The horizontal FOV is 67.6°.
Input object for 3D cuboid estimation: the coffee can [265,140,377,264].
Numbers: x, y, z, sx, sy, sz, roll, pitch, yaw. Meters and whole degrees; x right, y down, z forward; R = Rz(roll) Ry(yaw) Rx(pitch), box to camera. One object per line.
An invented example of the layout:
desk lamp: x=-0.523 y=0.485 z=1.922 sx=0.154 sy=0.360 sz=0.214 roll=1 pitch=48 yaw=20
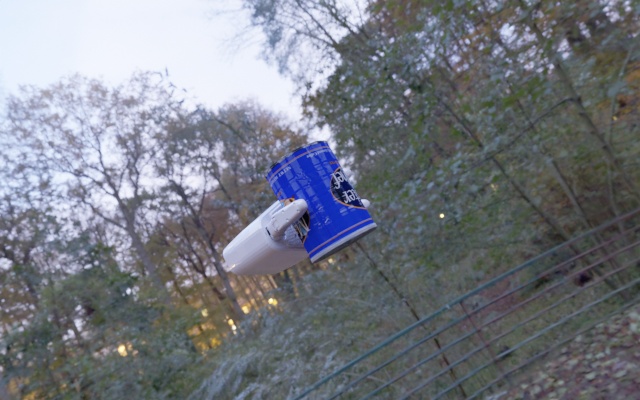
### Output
coffee can: x=0.000 y=0.002 z=0.667 sx=0.103 sy=0.140 sz=0.103 roll=-29 pitch=-9 yaw=-5
